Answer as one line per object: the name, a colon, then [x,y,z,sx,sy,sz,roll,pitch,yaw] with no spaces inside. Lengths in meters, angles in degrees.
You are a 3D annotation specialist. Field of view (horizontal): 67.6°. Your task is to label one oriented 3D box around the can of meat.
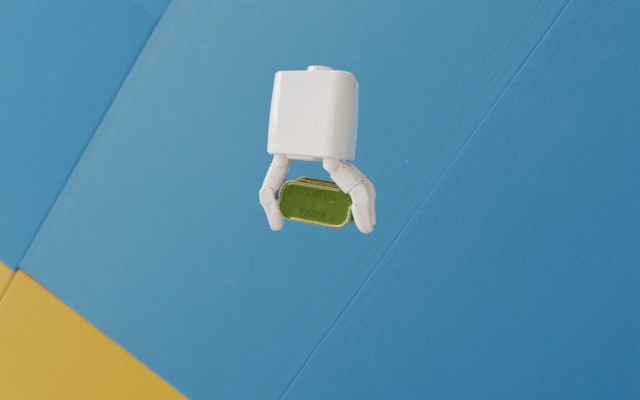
can of meat: [0.000,0.002,0.639,0.102,0.057,0.084,9,6,9]
